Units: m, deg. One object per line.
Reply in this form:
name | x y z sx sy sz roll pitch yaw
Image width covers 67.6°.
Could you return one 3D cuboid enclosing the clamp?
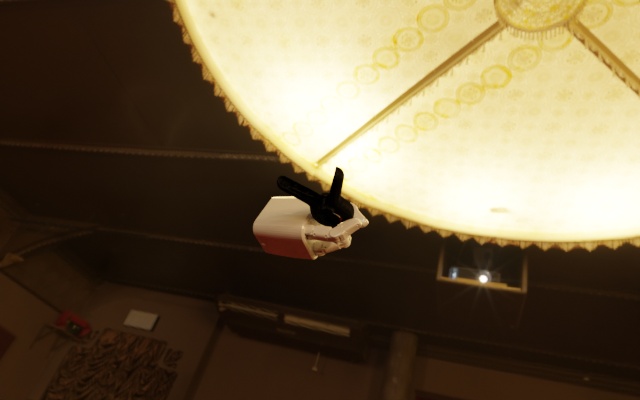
clamp | 0.000 0.002 0.835 0.120 0.039 0.172 3 -37 22
